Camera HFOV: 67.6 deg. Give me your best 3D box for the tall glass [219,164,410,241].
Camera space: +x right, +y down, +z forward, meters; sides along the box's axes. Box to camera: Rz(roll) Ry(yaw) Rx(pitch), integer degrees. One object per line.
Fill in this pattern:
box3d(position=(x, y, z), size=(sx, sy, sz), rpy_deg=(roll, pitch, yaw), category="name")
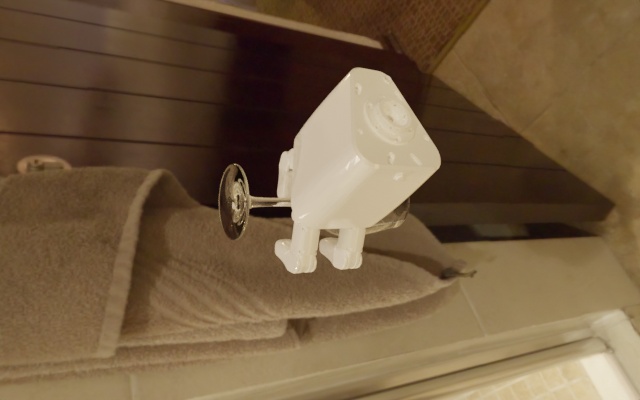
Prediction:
box3d(position=(-0.001, 0.002, 0.511), size=(0.201, 0.079, 0.079), rpy_deg=(0, 0, -32), category="tall glass")
